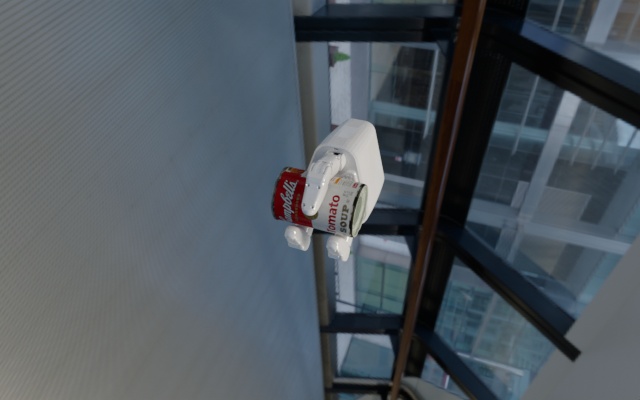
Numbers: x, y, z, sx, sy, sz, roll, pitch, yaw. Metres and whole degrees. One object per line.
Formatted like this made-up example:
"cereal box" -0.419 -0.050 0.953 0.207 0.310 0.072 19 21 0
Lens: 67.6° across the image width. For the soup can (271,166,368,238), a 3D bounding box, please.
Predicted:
"soup can" 0.000 0.002 0.579 0.102 0.068 0.068 13 4 16
